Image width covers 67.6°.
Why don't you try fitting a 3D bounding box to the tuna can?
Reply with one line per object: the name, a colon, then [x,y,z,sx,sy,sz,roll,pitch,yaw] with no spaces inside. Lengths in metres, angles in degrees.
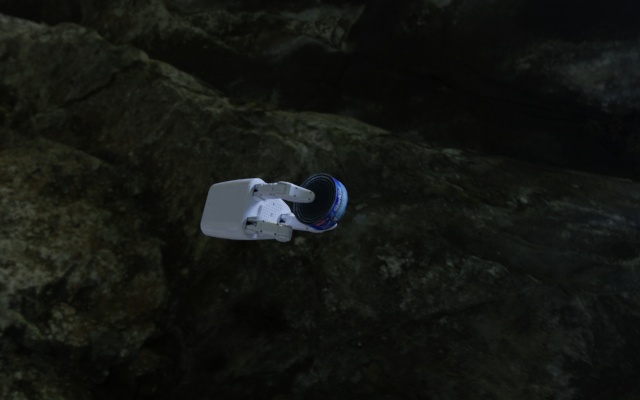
tuna can: [0.001,0.003,0.740,0.086,0.086,0.034,0,-21,42]
